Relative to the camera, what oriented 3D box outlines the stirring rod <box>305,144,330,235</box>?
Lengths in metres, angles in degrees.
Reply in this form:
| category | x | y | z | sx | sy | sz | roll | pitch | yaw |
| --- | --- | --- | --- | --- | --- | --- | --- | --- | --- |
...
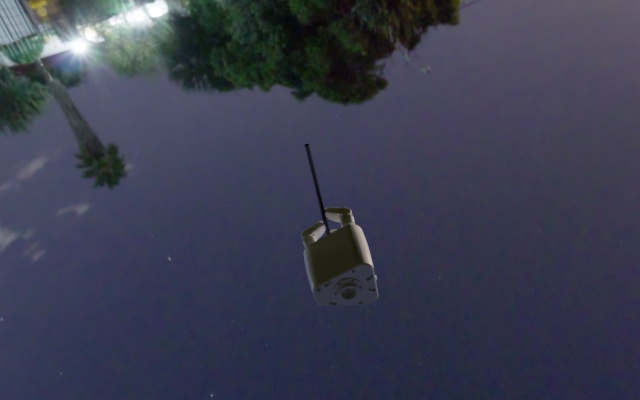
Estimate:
| category | x | y | z | sx | sy | sz | roll | pitch | yaw |
| --- | --- | --- | --- | --- | --- | --- | --- | --- | --- |
| stirring rod | 0.000 | 0.003 | 0.883 | 0.011 | 0.240 | 0.011 | -9 | 33 | 6 |
